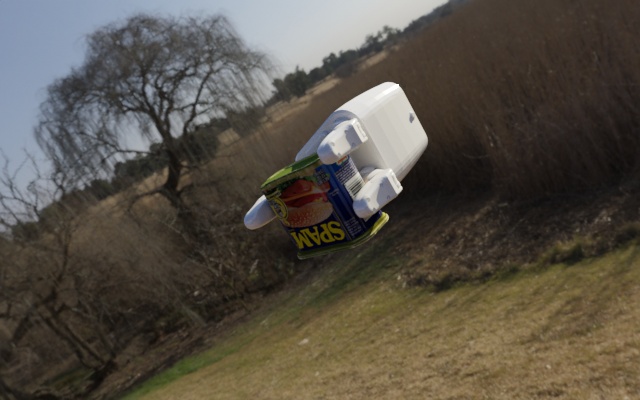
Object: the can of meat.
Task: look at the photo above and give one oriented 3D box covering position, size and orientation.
[{"bbox_3d":[0.000,0.001,0.453,0.102,0.084,0.057,-19,16,47],"label":"can of meat"}]
